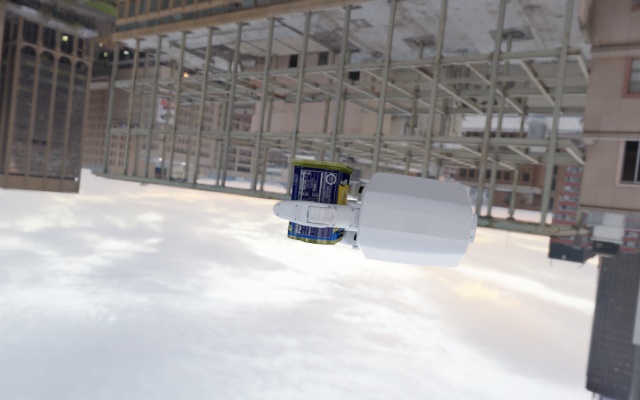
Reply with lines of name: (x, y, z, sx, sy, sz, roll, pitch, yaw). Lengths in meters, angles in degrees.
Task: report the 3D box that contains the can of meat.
can of meat: (0.000, 0.002, 0.521, 0.057, 0.084, 0.102, 6, 1, 10)
